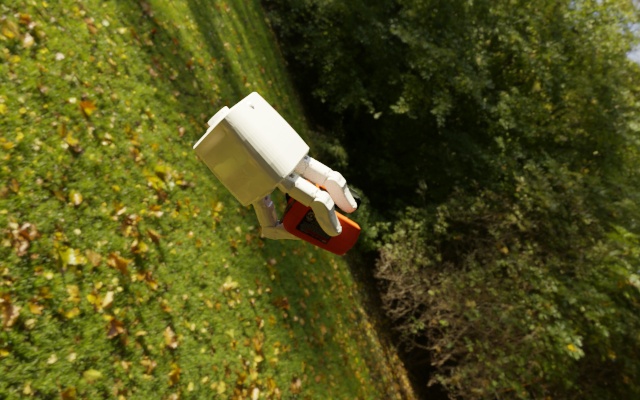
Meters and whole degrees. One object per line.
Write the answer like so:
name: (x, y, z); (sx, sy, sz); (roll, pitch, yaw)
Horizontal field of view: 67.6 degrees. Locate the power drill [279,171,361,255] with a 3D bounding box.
power drill: (0.000, 0.002, 0.716); (0.184, 0.057, 0.187); (26, 19, -22)
